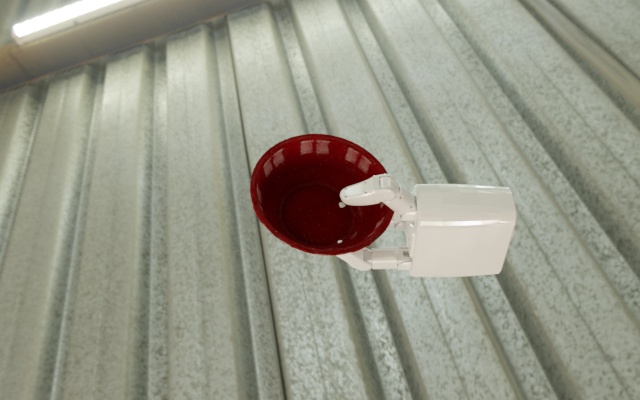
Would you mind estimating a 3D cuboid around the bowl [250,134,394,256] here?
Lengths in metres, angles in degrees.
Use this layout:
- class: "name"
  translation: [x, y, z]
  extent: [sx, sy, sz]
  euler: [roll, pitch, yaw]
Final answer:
- class: "bowl"
  translation: [-0.001, 0.002, 0.545]
  extent: [0.162, 0.162, 0.055]
  euler: [0, -33, -10]
